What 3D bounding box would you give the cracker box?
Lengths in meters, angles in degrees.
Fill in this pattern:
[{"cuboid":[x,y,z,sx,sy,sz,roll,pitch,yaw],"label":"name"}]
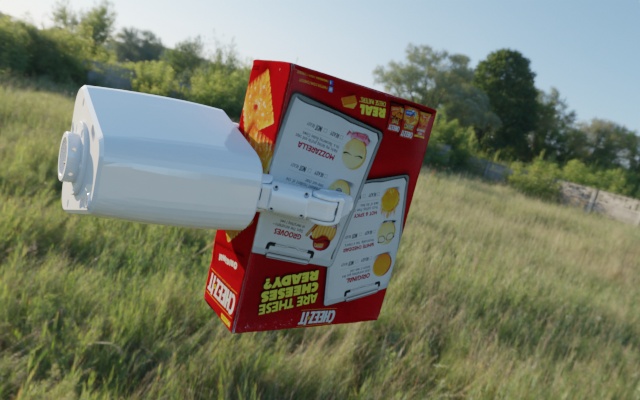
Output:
[{"cuboid":[0.000,0.001,0.429,0.164,0.214,0.072,6,13,-37],"label":"cracker box"}]
